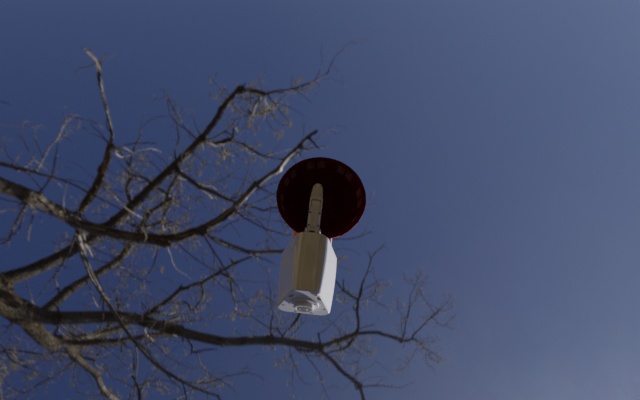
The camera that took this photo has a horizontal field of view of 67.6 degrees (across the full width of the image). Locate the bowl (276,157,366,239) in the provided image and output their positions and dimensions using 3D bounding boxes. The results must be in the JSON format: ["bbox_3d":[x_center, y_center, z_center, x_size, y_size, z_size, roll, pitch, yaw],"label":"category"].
[{"bbox_3d":[0.001,0.002,0.880,0.162,0.162,0.055,0,-23,-4],"label":"bowl"}]
